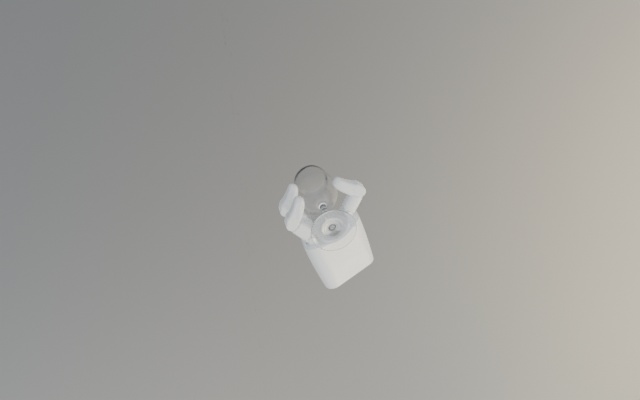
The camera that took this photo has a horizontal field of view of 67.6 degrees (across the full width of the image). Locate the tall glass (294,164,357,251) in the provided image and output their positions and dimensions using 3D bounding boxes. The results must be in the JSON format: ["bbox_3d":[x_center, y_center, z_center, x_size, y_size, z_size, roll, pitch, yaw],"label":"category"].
[{"bbox_3d":[0.000,0.003,0.832,0.079,0.079,0.201,0,28,-14],"label":"tall glass"}]
